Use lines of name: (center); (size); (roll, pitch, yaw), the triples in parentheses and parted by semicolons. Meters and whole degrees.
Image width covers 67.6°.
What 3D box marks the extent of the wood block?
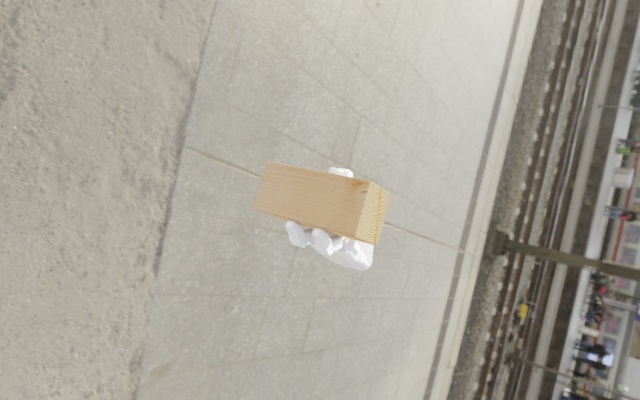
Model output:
wood block: (0.001, 0.002, 0.808); (0.206, 0.091, 0.090); (13, -8, 33)
